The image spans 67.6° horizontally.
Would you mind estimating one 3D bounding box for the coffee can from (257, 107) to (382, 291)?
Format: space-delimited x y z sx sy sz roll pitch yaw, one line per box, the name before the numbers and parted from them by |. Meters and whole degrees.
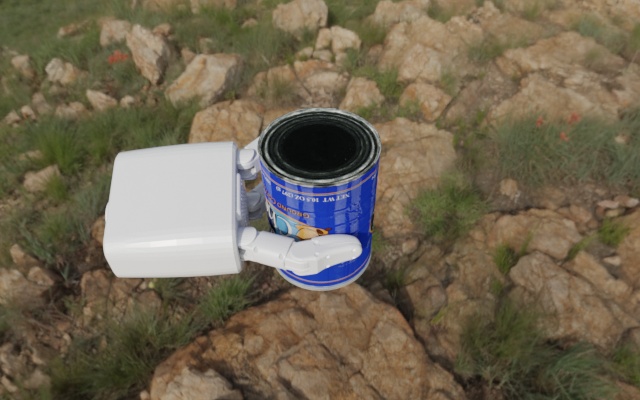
coffee can | 0.000 0.002 0.442 0.103 0.102 0.140 0 -45 0
